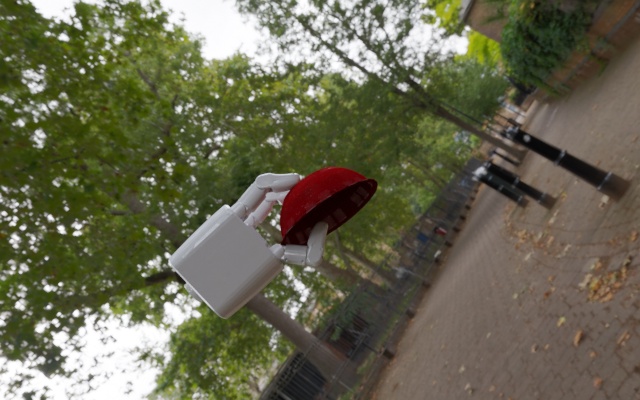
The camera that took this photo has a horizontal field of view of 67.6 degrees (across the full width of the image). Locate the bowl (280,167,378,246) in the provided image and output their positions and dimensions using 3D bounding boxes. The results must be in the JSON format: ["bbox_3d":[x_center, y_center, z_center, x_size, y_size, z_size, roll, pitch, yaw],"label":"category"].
[{"bbox_3d":[0.001,0.001,0.673,0.162,0.055,0.162,-31,-18,-11],"label":"bowl"}]
